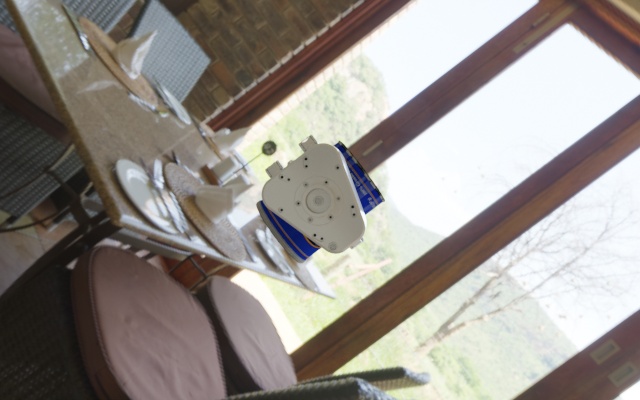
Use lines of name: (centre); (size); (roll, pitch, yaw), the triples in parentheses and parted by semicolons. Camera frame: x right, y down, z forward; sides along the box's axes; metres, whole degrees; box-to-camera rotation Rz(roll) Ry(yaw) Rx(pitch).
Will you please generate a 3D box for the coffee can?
coffee can: (0.000, 0.002, 0.641); (0.140, 0.103, 0.103); (-37, -2, 3)
